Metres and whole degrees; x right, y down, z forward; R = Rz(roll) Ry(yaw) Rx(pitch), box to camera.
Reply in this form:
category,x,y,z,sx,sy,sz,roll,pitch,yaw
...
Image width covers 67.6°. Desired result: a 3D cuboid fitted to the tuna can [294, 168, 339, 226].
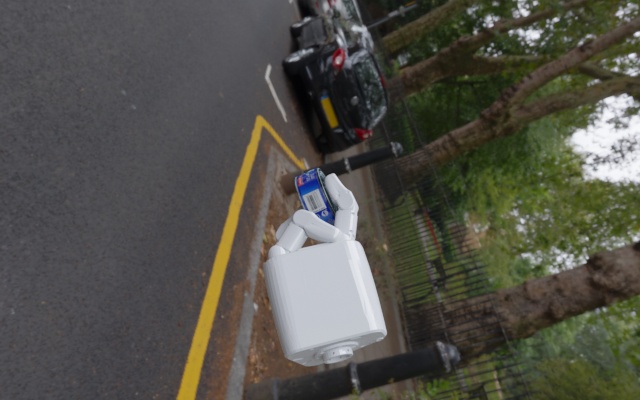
category,x,y,z,sx,sy,sz,roll,pitch,yaw
tuna can,0.001,0.002,0.615,0.034,0.086,0.086,-25,-4,9
